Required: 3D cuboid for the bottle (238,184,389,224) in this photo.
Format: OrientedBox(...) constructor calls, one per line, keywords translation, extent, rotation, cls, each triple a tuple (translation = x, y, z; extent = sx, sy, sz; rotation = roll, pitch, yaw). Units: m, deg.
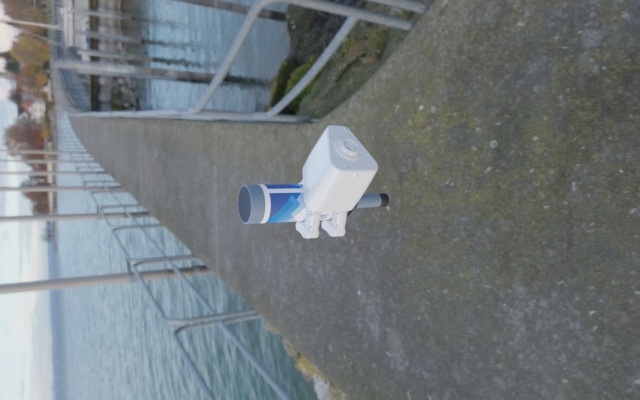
OrientedBox(translation=(0.000, 0.003, 0.877), extent=(0.296, 0.069, 0.069), rotation=(-2, 1, -29), cls="bottle")
